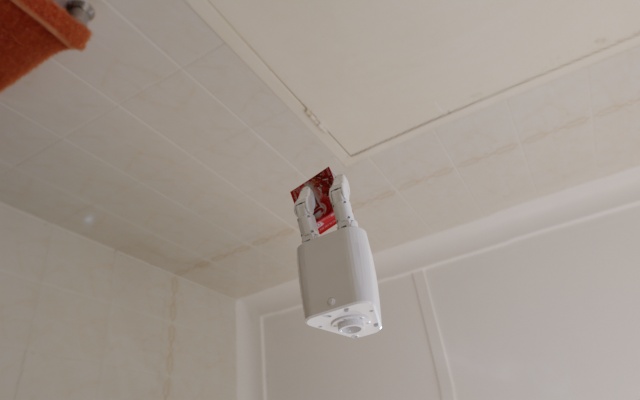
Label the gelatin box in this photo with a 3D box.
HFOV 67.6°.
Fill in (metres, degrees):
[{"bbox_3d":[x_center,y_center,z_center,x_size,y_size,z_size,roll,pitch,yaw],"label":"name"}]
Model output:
[{"bbox_3d":[0.000,0.002,0.704,0.073,0.089,0.030,-33,-47,12],"label":"gelatin box"}]
